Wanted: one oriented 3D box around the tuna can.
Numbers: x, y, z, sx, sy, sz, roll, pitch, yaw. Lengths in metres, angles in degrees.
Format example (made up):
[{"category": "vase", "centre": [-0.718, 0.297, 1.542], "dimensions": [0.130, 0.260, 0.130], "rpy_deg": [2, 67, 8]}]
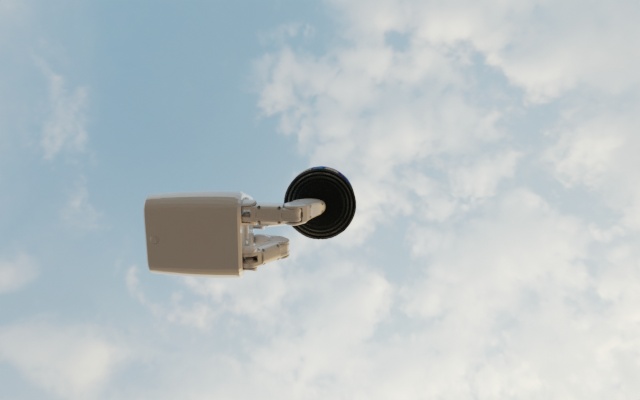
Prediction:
[{"category": "tuna can", "centre": [0.000, 0.002, 0.578], "dimensions": [0.086, 0.086, 0.033], "rpy_deg": [0, 11, 3]}]
